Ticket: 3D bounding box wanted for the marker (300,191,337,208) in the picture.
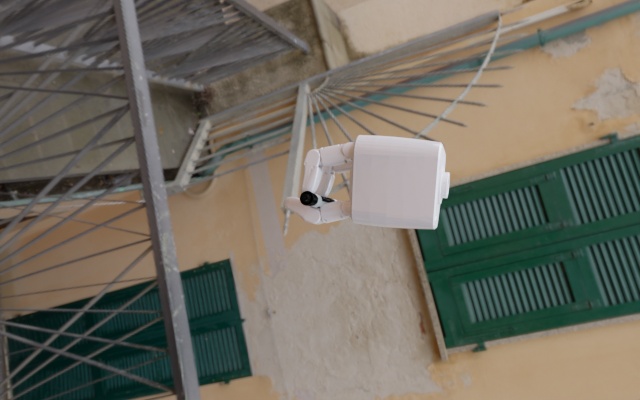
[{"bbox_3d":[0.000,0.002,0.641,0.020,0.020,0.121,0,-5,18],"label":"marker"}]
